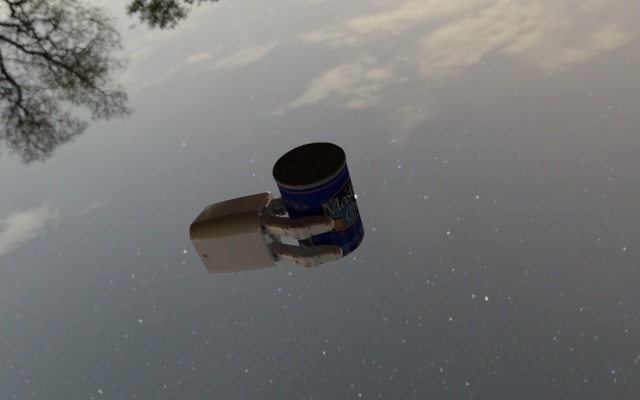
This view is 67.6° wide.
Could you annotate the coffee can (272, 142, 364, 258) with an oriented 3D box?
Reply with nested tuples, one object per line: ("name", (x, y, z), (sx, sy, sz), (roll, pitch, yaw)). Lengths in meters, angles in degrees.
("coffee can", (0.000, 0.002, 0.687), (0.103, 0.140, 0.102), (-11, 37, 8))
